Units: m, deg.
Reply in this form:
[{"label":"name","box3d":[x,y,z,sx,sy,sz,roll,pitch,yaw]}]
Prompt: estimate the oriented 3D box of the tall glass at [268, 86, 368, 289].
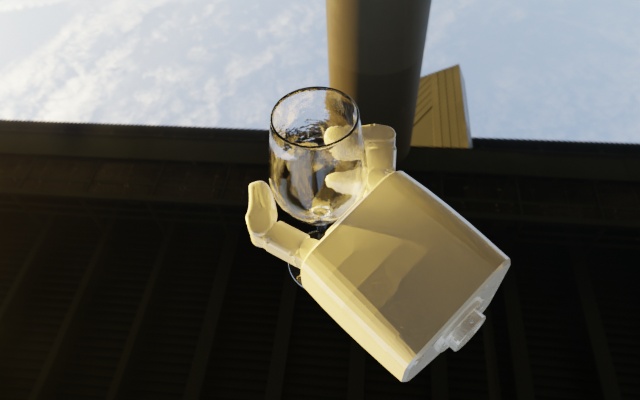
[{"label":"tall glass","box3d":[0.000,0.002,0.407,0.079,0.079,0.201,0,-37,3]}]
